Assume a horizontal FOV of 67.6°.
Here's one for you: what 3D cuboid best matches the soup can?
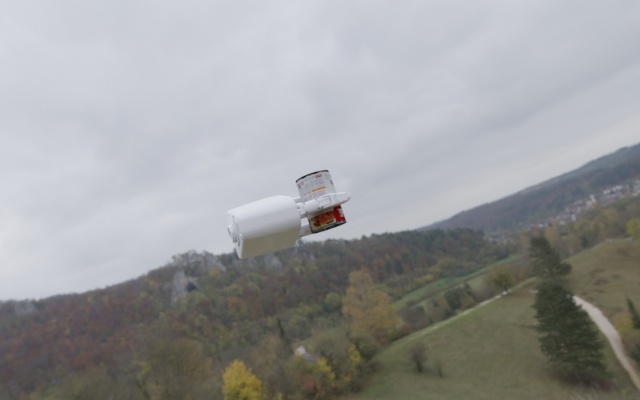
[{"bbox_3d":[0.001,0.002,0.874,0.068,0.102,0.068,-18,-8,-3],"label":"soup can"}]
